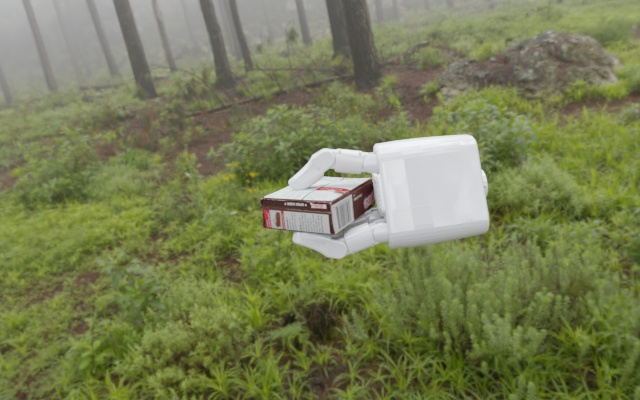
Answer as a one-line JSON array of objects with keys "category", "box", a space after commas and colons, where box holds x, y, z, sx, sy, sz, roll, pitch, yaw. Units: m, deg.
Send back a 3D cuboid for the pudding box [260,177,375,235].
[{"category": "pudding box", "box": [0.000, 0.002, 0.541, 0.090, 0.039, 0.113, 3, 15, 28]}]
